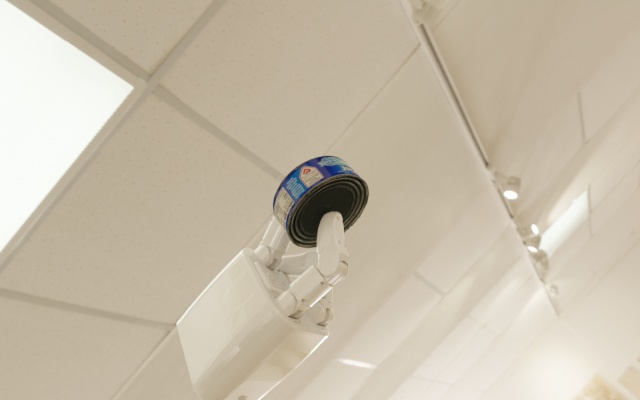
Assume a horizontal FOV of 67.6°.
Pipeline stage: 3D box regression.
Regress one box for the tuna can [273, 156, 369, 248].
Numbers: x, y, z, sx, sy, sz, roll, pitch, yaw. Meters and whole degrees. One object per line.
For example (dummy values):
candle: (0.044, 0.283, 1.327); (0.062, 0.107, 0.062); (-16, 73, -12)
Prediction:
tuna can: (0.000, 0.001, 0.439); (0.086, 0.086, 0.033); (0, 39, -41)
